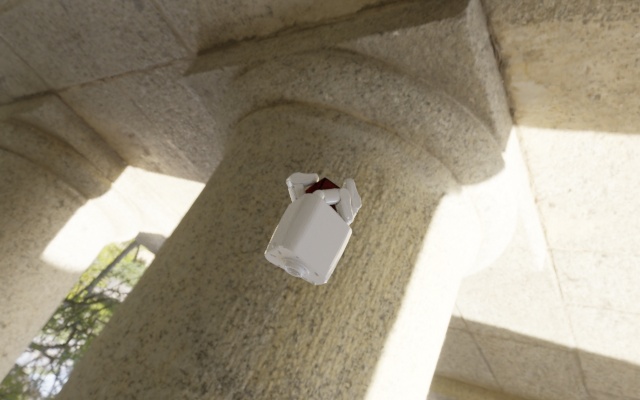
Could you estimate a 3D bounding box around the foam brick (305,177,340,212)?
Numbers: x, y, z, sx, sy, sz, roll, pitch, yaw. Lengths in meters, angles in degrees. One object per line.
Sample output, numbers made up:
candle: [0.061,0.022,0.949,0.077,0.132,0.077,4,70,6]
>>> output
foam brick: [0.000,0.003,0.859,0.053,0.051,0.078,35,-30,-14]
